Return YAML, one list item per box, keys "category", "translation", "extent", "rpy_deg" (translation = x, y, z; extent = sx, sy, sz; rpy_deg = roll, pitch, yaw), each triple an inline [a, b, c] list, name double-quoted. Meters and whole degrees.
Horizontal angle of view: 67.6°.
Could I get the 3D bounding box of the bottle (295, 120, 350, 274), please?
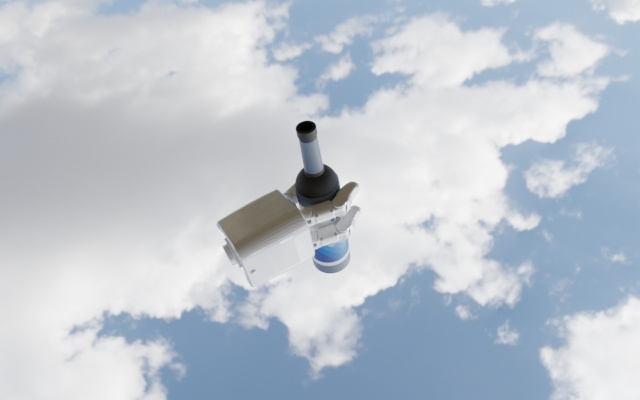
- category: "bottle"
  translation: [0.000, 0.003, 0.729]
  extent: [0.069, 0.069, 0.296]
  rpy_deg: [0, -42, 10]
